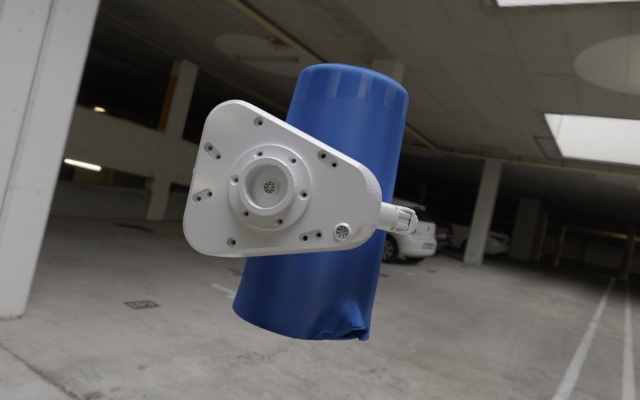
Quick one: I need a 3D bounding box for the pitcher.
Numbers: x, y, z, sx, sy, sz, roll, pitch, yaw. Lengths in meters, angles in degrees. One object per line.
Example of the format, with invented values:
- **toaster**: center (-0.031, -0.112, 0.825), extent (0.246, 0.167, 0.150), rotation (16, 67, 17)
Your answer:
- **pitcher**: center (0.000, 0.002, 0.465), extent (0.149, 0.243, 0.145), rotation (13, -1, 10)
